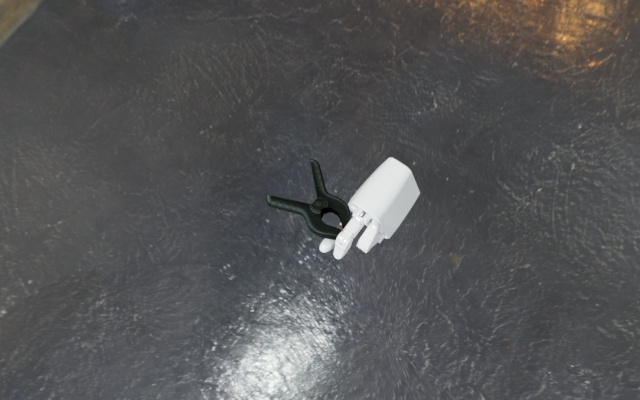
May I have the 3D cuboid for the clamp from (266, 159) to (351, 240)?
[{"bbox_3d":[0.000,0.003,0.852,0.171,0.120,0.039,35,-10,16],"label":"clamp"}]
